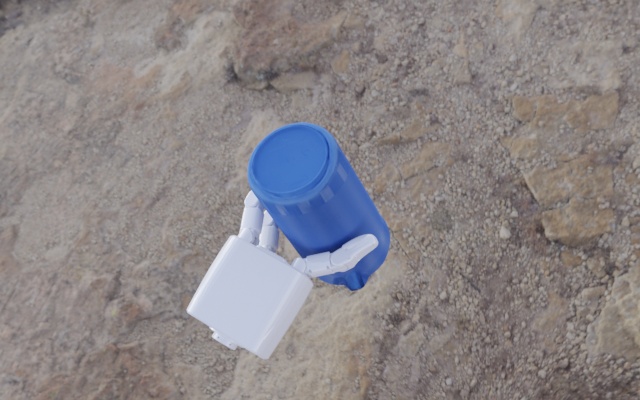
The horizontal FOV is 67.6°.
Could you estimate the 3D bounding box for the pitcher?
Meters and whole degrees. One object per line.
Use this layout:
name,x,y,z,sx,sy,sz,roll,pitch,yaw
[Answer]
pitcher,0.000,0.002,0.621,0.149,0.145,0.243,24,-18,29
